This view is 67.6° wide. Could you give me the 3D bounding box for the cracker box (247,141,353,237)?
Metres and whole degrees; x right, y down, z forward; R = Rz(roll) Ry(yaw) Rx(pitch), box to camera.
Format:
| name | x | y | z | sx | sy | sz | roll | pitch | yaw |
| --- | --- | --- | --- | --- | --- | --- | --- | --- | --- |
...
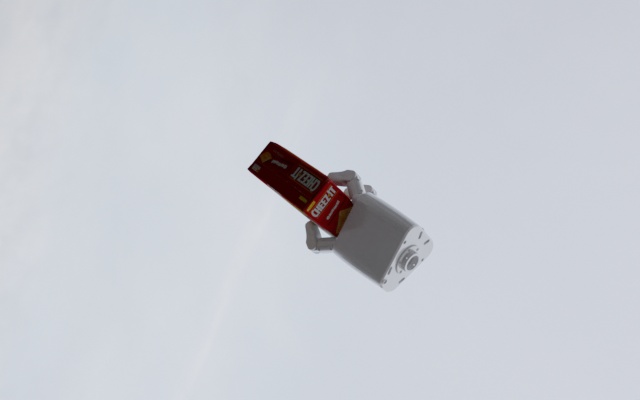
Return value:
| name | x | y | z | sx | sy | sz | roll | pitch | yaw |
| --- | --- | --- | --- | --- | --- | --- | --- | --- | --- |
| cracker box | 0.000 | 0.003 | 0.816 | 0.164 | 0.072 | 0.214 | 35 | -4 | 42 |
